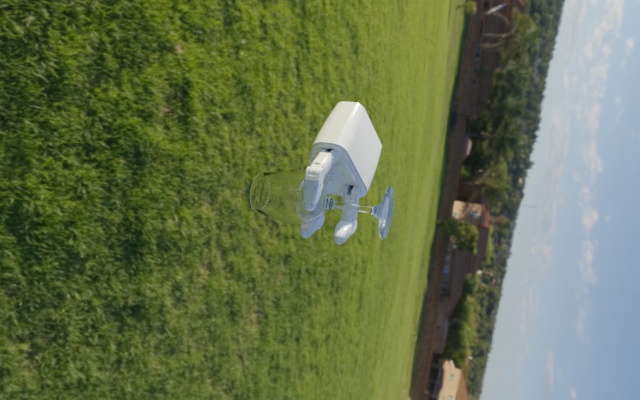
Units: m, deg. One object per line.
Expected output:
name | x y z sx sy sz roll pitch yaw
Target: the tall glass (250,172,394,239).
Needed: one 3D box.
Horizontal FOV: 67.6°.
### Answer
tall glass | 0.001 0.002 0.691 0.201 0.079 0.079 9 3 20
